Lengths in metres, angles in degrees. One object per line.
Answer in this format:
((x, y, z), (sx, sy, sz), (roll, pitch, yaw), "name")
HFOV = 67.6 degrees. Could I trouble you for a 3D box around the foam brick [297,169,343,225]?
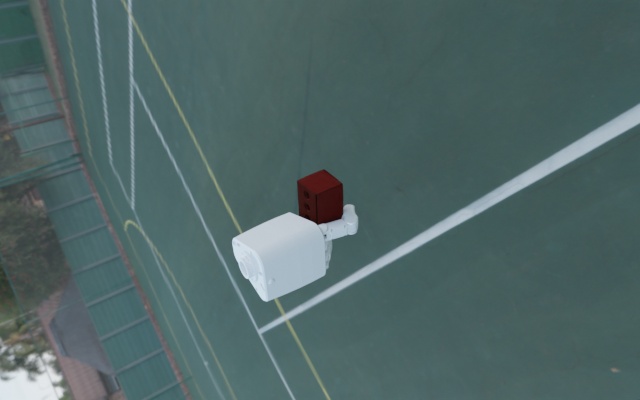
((0.000, 0.002, 0.739), (0.051, 0.078, 0.053), (-22, 38, -26), "foam brick")
